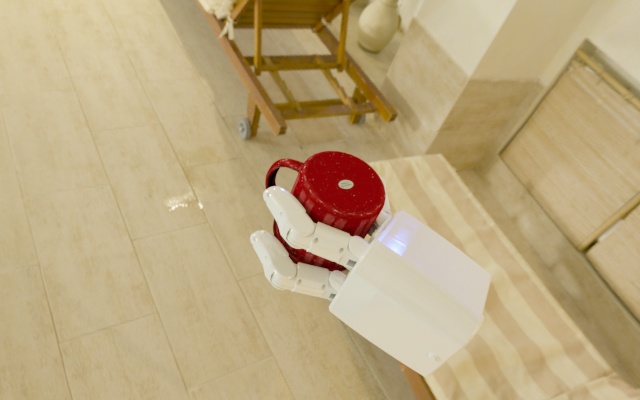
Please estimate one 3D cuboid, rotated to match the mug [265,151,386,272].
[{"bbox_3d":[-0.001,0.000,0.450,0.117,0.081,0.093,35,46,9],"label":"mug"}]
